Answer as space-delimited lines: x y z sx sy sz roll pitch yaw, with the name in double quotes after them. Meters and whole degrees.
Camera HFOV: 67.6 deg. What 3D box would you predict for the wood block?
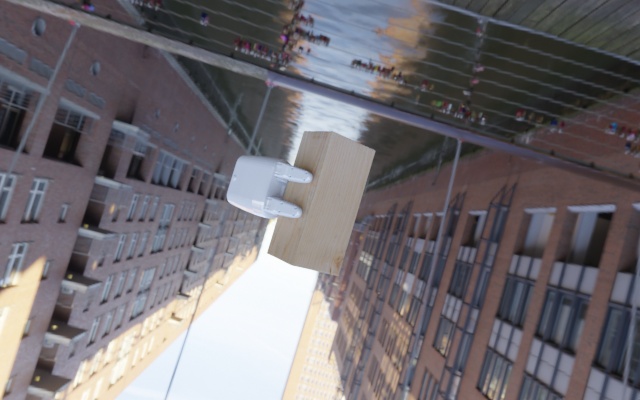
0.000 0.003 0.756 0.091 0.206 0.090 18 -3 -34 "wood block"
